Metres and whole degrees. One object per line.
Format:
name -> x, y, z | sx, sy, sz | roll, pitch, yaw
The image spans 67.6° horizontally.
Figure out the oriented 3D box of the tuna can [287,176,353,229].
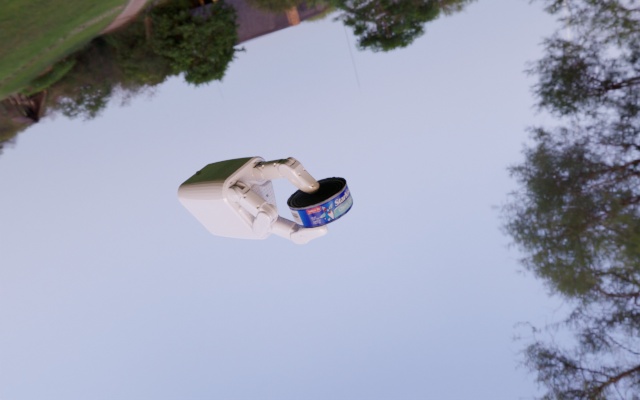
tuna can -> 0.000, 0.003, 0.645 | 0.086, 0.034, 0.086 | -19, 21, 8
